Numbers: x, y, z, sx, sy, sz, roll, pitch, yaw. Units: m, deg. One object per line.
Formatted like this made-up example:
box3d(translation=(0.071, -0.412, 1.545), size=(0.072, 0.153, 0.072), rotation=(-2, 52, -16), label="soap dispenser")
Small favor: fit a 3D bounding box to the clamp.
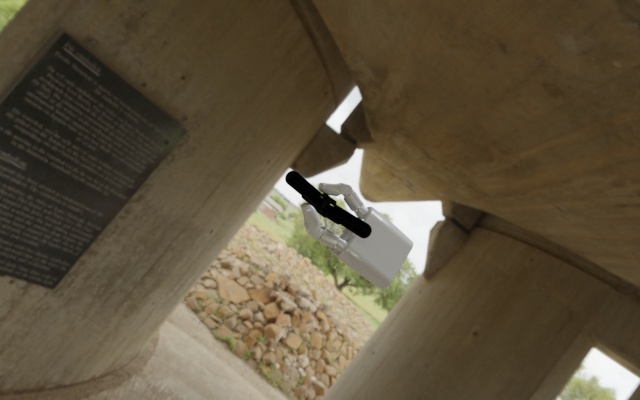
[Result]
box3d(translation=(0.001, 0.002, 0.846), size=(0.164, 0.036, 0.210), rotation=(38, -3, -9), label="clamp")
